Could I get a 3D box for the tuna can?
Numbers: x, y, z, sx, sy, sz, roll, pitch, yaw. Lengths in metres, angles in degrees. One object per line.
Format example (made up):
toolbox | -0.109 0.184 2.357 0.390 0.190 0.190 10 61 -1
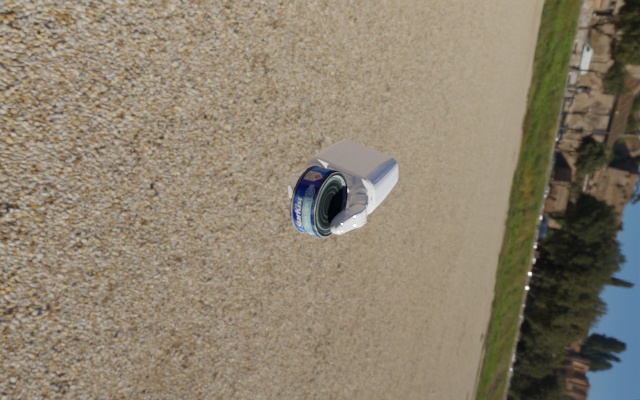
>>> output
tuna can | 0.001 0.002 0.589 0.033 0.086 0.086 14 7 28
